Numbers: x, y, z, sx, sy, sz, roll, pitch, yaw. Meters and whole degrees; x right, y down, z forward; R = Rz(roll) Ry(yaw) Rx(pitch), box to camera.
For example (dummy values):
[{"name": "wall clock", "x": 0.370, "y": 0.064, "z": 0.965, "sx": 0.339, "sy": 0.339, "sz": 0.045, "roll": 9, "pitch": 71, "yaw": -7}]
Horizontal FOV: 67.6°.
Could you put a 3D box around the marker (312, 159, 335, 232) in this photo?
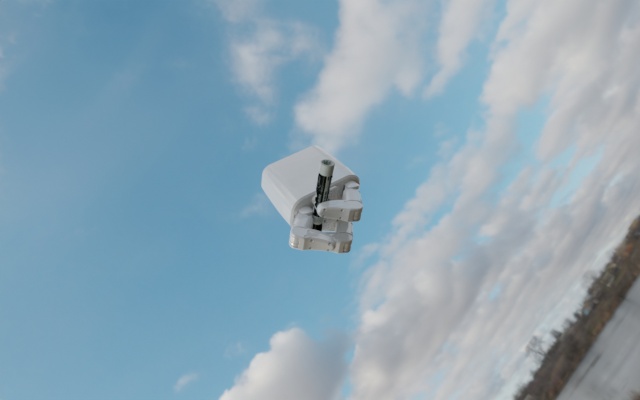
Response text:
[{"name": "marker", "x": 0.000, "y": 0.002, "z": 0.636, "sx": 0.020, "sy": 0.121, "sz": 0.020, "roll": 7, "pitch": 33, "yaw": -5}]
